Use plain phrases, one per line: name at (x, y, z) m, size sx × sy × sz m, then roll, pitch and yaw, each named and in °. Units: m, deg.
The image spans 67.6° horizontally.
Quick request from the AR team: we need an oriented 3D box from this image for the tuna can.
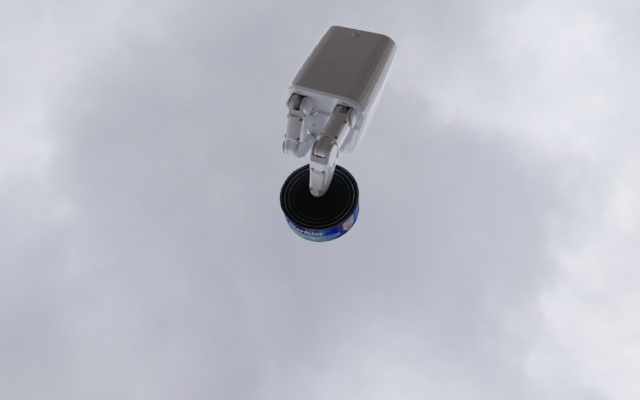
tuna can at (0.000, 0.002, 0.524) m, size 0.086 × 0.086 × 0.034 m, roll 0°, pitch -31°, yaw 7°
